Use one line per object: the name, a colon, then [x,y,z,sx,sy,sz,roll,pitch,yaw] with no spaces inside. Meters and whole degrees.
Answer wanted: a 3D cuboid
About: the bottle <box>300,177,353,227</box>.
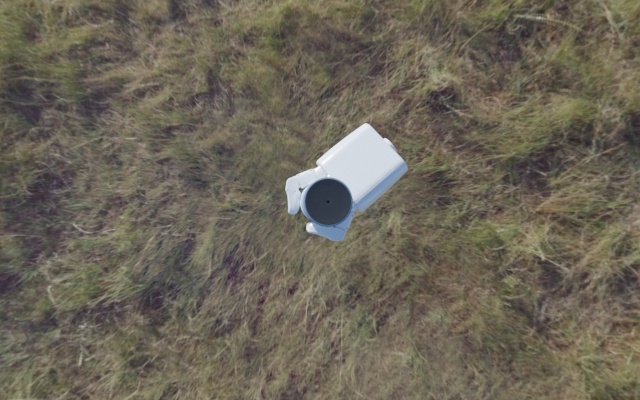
bottle: [0.000,0.003,0.782,0.069,0.069,0.295,0,0,-4]
